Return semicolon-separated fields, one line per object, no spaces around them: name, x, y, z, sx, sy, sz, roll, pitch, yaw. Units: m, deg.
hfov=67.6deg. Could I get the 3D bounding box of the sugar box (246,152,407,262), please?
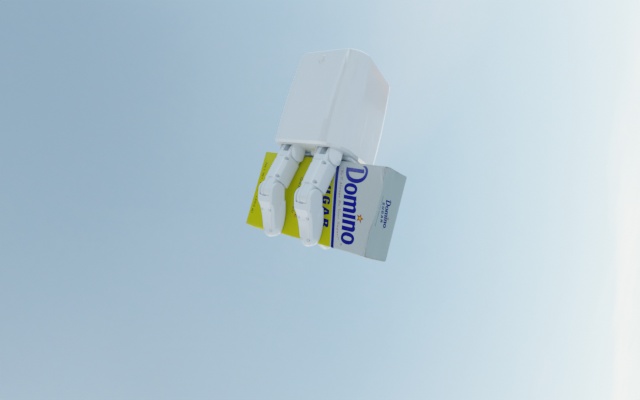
sugar box;0.000;0.001;0.524;0.176;0.093;0.048;10;-6;43
